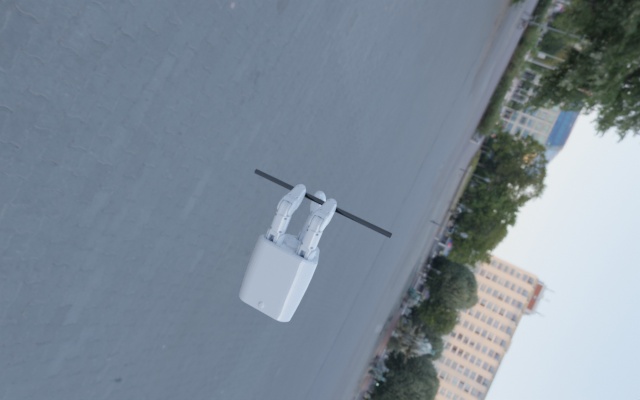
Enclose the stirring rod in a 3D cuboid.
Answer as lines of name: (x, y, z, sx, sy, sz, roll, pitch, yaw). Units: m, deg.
stirring rod: (0.000, 0.002, 0.741, 0.239, 0.011, 0.011, 26, 7, 15)
